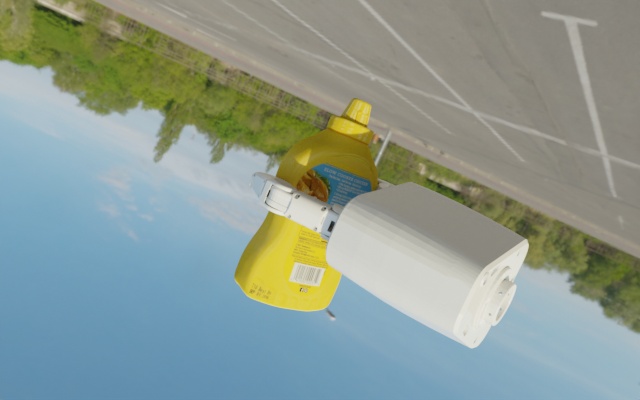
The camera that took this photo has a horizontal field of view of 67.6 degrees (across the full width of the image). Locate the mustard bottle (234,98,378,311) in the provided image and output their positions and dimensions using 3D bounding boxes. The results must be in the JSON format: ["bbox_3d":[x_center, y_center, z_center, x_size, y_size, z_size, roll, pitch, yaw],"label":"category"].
[{"bbox_3d":[0.000,0.002,0.428,0.096,0.191,0.058,18,9,-33],"label":"mustard bottle"}]
